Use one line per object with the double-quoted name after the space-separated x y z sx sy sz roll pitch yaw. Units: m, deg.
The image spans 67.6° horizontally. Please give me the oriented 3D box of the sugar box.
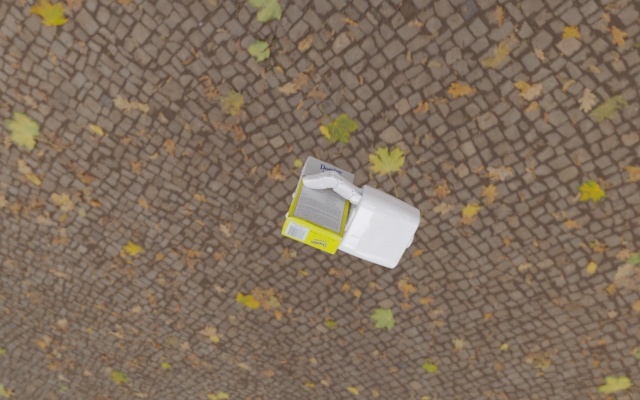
0.000 0.003 0.805 0.093 0.048 0.176 23 36 -6 "sugar box"
